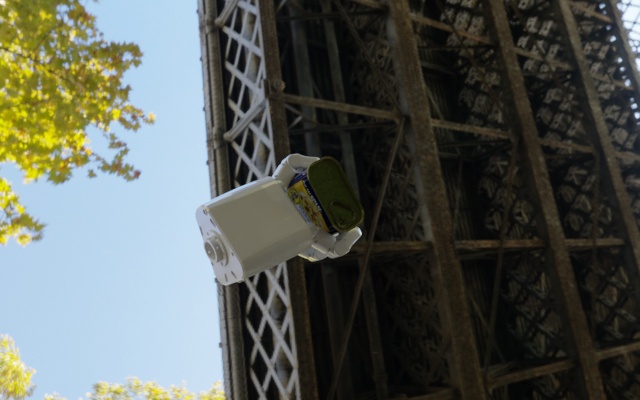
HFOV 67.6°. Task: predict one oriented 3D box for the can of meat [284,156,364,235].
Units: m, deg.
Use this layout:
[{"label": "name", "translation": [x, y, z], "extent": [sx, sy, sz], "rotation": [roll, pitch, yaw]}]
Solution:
[{"label": "can of meat", "translation": [0.000, 0.002, 0.661], "extent": [0.057, 0.102, 0.084], "rotation": [-29, 1, -36]}]
